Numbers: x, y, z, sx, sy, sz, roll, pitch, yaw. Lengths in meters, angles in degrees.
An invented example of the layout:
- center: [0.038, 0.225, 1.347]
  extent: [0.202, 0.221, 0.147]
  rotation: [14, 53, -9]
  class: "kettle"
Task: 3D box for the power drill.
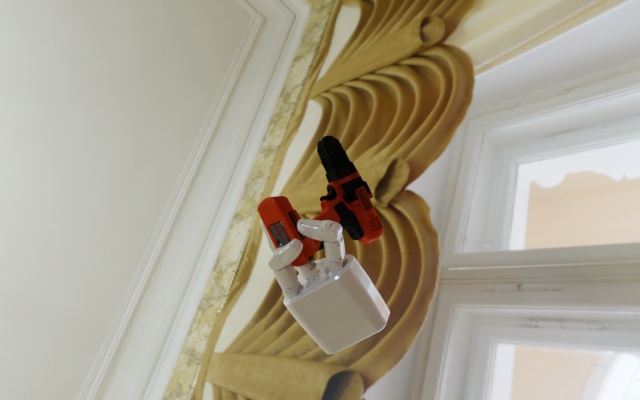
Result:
- center: [0.000, 0.003, 0.717]
  extent: [0.187, 0.184, 0.057]
  rotation: [-25, -2, -40]
  class: "power drill"
